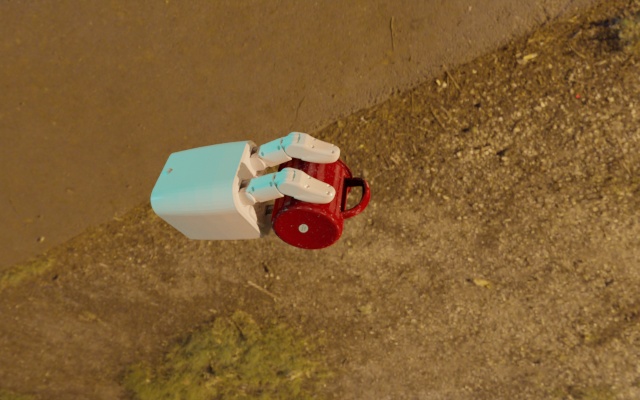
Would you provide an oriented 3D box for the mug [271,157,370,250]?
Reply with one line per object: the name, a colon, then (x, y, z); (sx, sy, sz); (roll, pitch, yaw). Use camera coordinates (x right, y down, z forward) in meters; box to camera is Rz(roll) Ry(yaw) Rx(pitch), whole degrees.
mug: (0.001, 0.002, 0.550); (0.117, 0.081, 0.093); (-6, -42, 17)
